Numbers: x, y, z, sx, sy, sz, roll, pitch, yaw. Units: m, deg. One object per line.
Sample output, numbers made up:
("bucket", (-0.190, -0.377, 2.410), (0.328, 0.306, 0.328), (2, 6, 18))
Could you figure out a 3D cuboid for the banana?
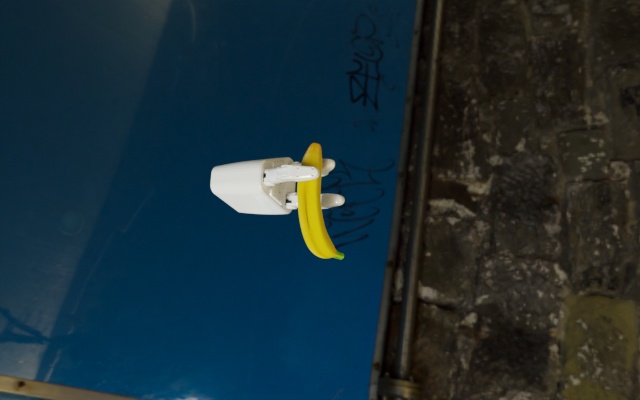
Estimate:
("banana", (-0.008, 0.011, 0.755), (0.037, 0.198, 0.069), (-3, 14, 31))
